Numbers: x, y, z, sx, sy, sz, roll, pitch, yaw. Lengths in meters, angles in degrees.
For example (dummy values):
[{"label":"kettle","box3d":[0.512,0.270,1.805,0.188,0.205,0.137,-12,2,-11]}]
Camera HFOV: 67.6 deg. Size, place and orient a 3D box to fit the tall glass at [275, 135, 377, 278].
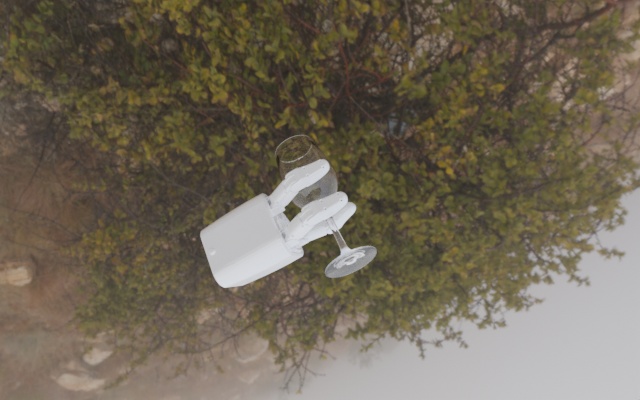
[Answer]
[{"label":"tall glass","box3d":[0.001,0.003,0.663,0.079,0.201,0.079,-20,-28,-11]}]
